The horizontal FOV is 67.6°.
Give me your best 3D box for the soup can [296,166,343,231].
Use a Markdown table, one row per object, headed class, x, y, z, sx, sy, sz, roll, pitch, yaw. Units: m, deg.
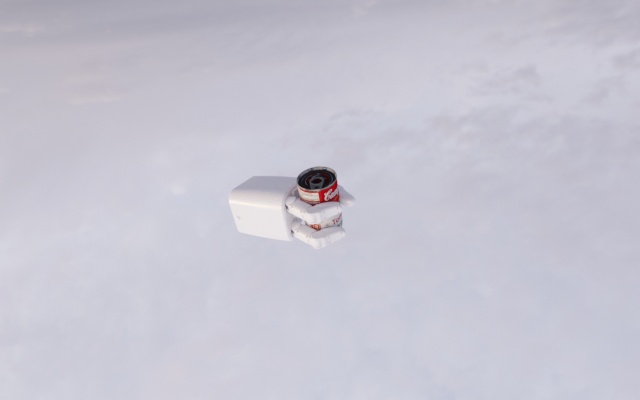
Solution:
| class | x | y | z | sx | sy | sz | roll | pitch | yaw |
| --- | --- | --- | --- | --- | --- | --- | --- | --- | --- |
| soup can | 0.001 | 0.003 | 0.815 | 0.068 | 0.102 | 0.068 | -6 | 37 | 5 |
